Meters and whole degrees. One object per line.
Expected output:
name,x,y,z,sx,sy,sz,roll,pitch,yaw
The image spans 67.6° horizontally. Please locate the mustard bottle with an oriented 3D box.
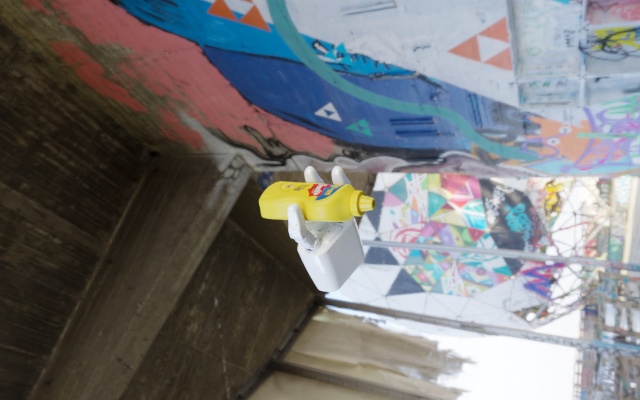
mustard bottle,0.000,0.002,0.796,0.191,0.058,0.096,3,20,29
